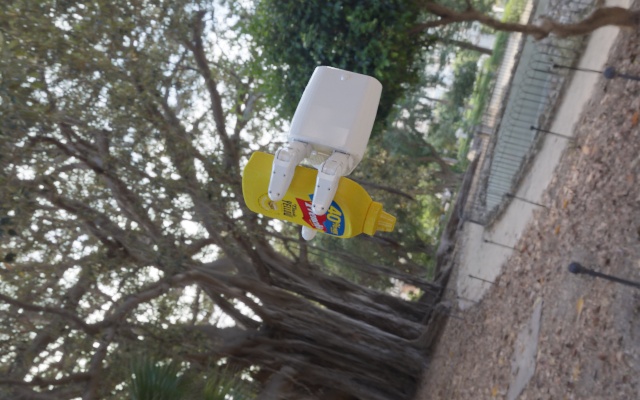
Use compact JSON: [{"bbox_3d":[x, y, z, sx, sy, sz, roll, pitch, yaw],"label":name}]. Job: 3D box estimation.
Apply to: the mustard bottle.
[{"bbox_3d":[0.000,0.002,0.599,0.191,0.058,0.096,17,-37,12],"label":"mustard bottle"}]
